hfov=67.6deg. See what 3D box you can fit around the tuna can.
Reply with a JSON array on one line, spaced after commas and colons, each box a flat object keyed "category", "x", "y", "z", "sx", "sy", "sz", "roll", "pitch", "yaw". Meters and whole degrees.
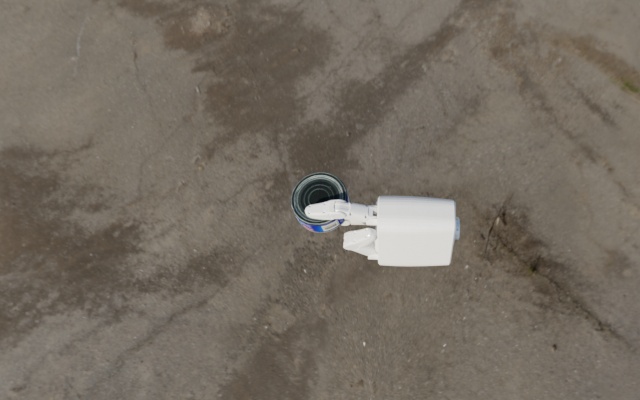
[{"category": "tuna can", "x": 0.000, "y": 0.002, "z": 0.705, "sx": 0.086, "sy": 0.086, "sz": 0.034, "roll": 0, "pitch": -22, "yaw": 12}]
